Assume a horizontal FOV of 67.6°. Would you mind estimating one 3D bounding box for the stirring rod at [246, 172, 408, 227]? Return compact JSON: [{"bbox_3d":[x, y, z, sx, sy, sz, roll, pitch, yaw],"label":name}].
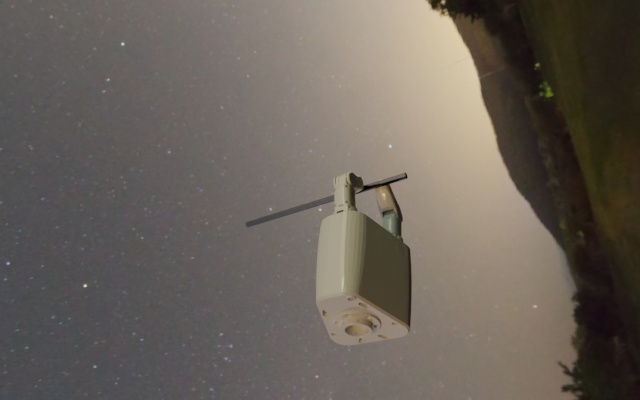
[{"bbox_3d":[0.000,0.002,0.632,0.239,0.011,0.011,-17,-7,24],"label":"stirring rod"}]
